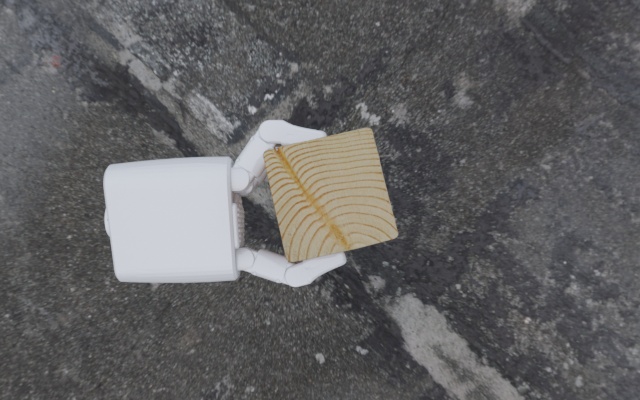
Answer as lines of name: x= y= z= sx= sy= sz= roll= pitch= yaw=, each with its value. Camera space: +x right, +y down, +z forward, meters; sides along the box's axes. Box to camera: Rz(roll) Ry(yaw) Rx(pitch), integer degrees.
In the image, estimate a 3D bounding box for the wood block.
wood block: x=0.000 y=0.002 z=0.466 sx=0.090 sy=0.091 sz=0.206 roll=-13 pitch=-2 yaw=-5
